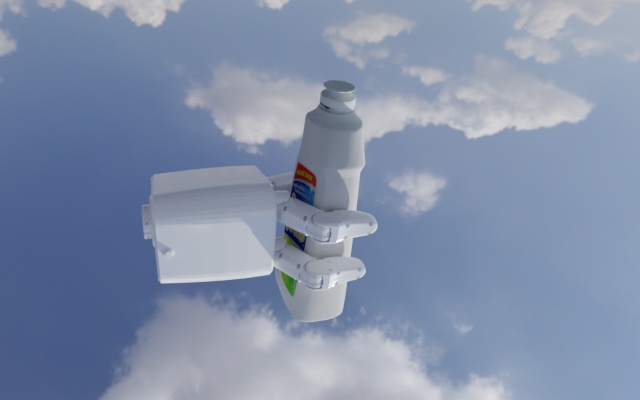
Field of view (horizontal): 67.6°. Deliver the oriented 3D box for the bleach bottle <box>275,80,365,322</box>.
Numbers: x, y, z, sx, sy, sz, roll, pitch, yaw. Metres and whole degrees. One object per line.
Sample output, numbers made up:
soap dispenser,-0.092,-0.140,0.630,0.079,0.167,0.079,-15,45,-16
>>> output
bleach bottle,0.000,0.002,0.483,0.068,0.251,0.102,-5,35,-18
